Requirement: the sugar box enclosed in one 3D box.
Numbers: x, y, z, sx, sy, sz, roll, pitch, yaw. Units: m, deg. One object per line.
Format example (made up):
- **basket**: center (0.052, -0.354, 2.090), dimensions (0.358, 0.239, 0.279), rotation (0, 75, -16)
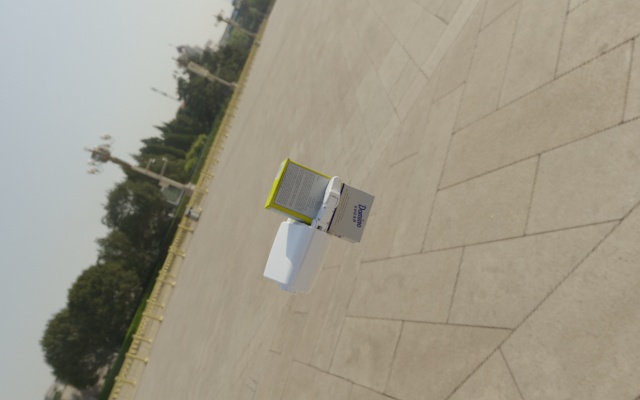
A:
- **sugar box**: center (0.000, 0.003, 0.848), dimensions (0.176, 0.093, 0.048), rotation (24, -14, -15)
